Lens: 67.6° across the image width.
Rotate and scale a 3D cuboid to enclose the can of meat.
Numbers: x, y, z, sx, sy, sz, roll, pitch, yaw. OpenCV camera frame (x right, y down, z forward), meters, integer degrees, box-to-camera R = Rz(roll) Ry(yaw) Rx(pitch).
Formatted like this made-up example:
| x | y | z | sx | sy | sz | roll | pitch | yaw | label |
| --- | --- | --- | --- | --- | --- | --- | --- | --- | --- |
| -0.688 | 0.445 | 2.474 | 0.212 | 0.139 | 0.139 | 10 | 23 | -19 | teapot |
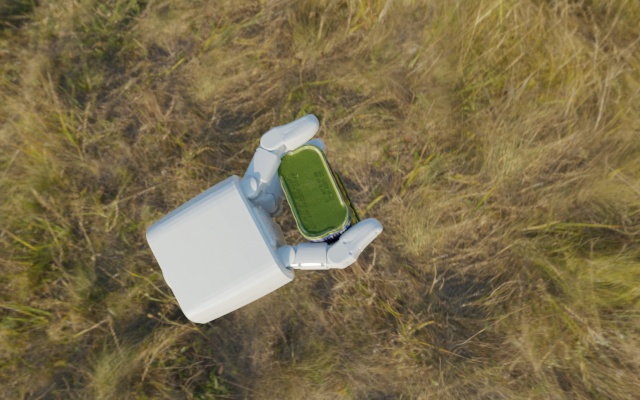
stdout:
| x | y | z | sx | sy | sz | roll | pitch | yaw | label |
| --- | --- | --- | --- | --- | --- | --- | --- | --- | --- |
| 0.000 | 0.002 | 0.495 | 0.057 | 0.102 | 0.084 | -26 | -21 | 5 | can of meat |
